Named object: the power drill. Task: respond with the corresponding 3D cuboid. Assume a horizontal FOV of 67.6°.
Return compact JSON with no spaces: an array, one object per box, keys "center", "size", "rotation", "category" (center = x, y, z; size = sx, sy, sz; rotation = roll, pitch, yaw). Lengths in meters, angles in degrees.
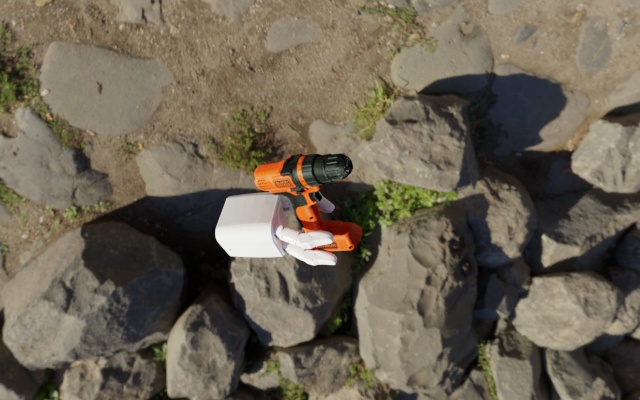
[{"center":[0.000,0.003,0.801],"size":[0.184,0.188,0.057],"rotation":[-4,39,36],"category":"power drill"}]
